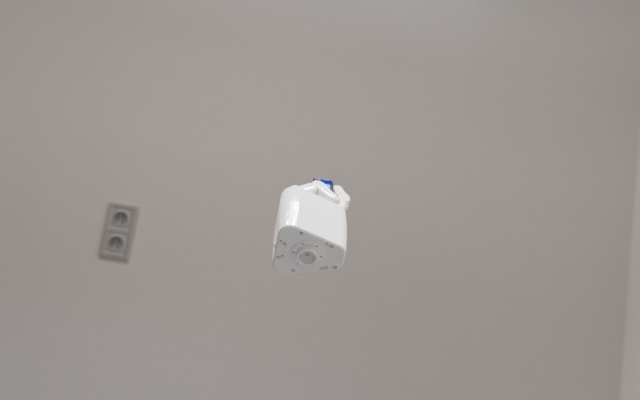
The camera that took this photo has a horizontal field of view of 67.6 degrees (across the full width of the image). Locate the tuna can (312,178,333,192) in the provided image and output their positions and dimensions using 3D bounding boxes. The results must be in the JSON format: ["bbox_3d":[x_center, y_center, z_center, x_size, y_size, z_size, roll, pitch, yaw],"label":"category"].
[{"bbox_3d":[0.001,0.003,0.871,0.034,0.086,0.086,6,-1,-6],"label":"tuna can"}]
